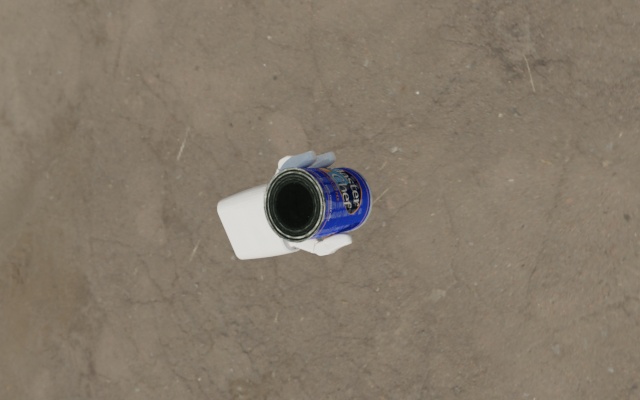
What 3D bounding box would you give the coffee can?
[{"bbox_3d":[0.000,0.002,0.700,0.103,0.103,0.140,0,3,32],"label":"coffee can"}]
